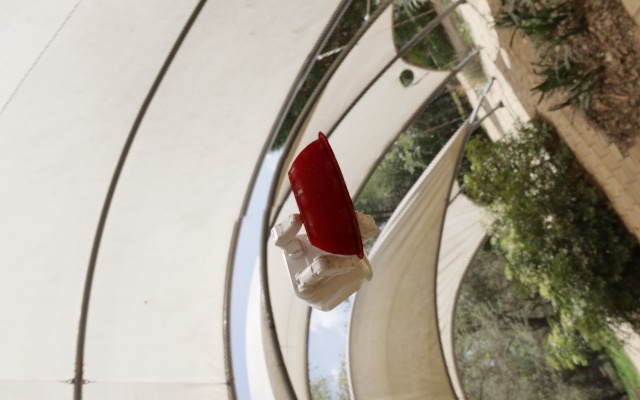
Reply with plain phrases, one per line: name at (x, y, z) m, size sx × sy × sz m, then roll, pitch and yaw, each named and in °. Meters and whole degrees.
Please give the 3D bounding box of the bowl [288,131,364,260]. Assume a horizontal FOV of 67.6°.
bowl at (-0.001, 0.001, 0.574) m, size 0.055 × 0.162 × 0.162 m, roll -18°, pitch 1°, yaw -4°
